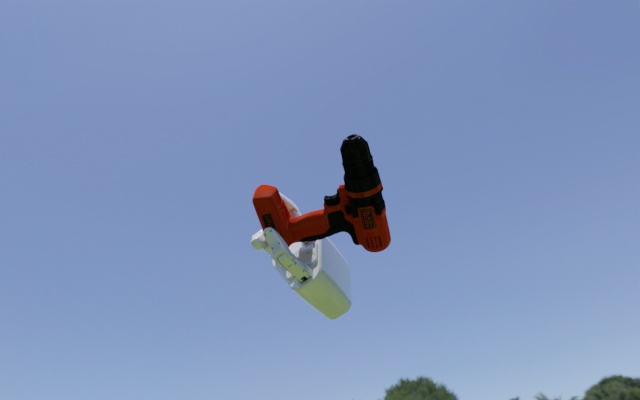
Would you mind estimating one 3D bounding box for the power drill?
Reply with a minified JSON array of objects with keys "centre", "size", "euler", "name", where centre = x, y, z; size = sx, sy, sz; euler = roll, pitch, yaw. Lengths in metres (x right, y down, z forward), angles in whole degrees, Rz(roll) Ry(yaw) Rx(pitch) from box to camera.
[{"centre":[0.000,0.003,0.699],"size":[0.187,0.184,0.057],"euler":[-8,26,17],"name":"power drill"}]
